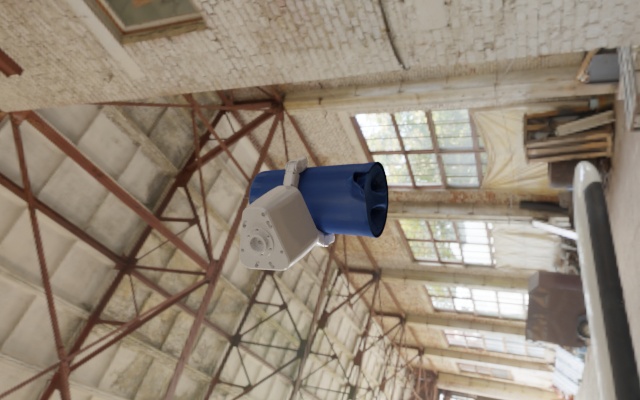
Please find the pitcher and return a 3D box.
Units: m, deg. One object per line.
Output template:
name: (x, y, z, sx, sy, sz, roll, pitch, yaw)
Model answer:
pitcher: (0.000, 0.003, 0.883, 0.243, 0.149, 0.145, 1, 20, 24)
